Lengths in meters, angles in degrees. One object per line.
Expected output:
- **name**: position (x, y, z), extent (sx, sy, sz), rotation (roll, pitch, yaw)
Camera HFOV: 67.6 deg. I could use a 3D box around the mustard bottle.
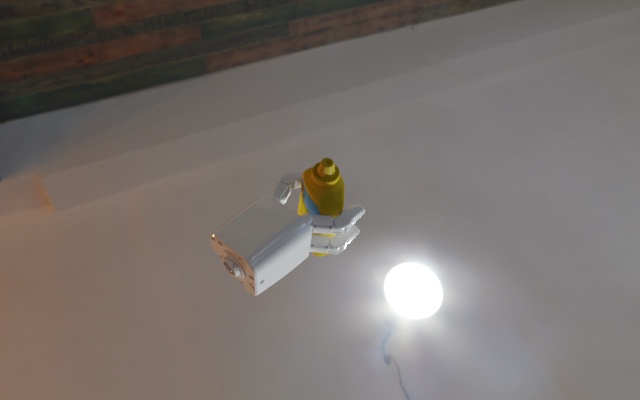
- **mustard bottle**: position (0.000, 0.002, 0.750), extent (0.058, 0.096, 0.192), rotation (-14, -33, -16)
